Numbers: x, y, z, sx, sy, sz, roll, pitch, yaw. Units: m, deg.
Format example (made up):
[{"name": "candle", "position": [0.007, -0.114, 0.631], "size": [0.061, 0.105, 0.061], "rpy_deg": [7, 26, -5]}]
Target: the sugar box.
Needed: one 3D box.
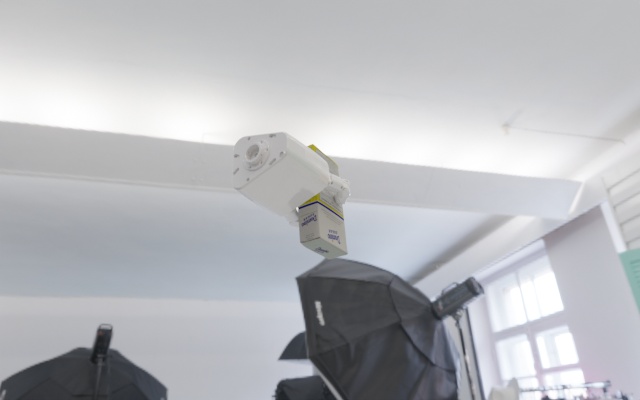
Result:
[{"name": "sugar box", "position": [0.000, 0.003, 0.811], "size": [0.048, 0.176, 0.093], "rpy_deg": [-17, -31, 27]}]
